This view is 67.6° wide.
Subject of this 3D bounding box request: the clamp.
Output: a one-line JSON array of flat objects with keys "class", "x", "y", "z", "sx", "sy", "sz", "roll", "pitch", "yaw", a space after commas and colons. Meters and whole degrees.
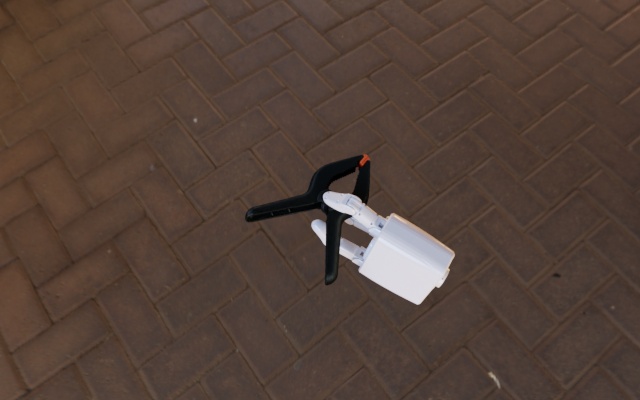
[{"class": "clamp", "x": 0.001, "y": 0.002, "z": 0.726, "sx": 0.164, "sy": 0.210, "sz": 0.036, "roll": 31, "pitch": -23, "yaw": 8}]
